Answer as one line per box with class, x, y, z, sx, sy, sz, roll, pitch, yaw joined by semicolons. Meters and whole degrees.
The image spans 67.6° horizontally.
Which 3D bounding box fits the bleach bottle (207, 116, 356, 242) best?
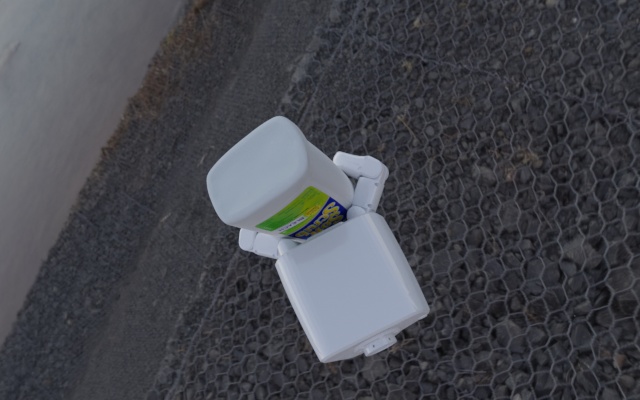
bleach bottle;0.000;0.002;0.499;0.102;0.068;0.251;-34;-25;17
